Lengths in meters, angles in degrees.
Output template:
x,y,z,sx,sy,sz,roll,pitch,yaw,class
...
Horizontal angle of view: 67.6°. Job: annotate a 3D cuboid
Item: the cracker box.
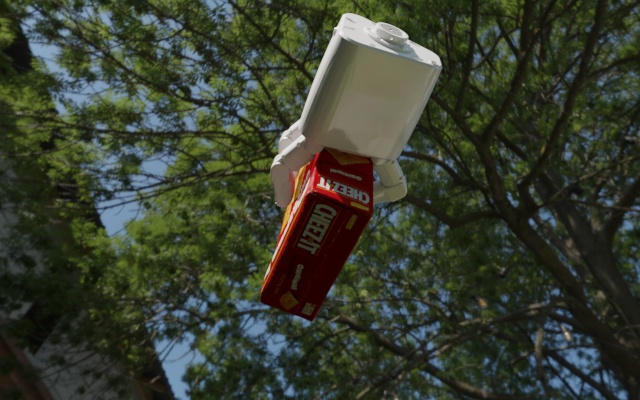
x,y,z,sx,sy,sz,roll,pitch,yaw,class
0.000,0.002,0.558,0.072,0.164,0.213,20,35,-6,cracker box
